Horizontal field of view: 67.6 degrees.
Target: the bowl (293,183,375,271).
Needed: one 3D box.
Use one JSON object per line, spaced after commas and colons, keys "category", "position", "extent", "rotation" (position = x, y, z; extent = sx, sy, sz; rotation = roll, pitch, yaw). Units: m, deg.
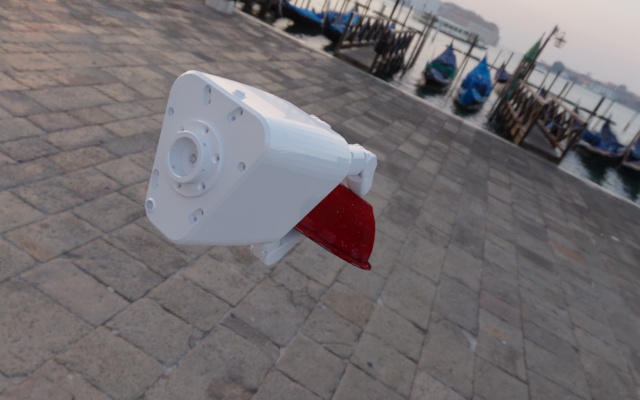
{"category": "bowl", "position": [0.001, 0.001, 0.486], "extent": [0.162, 0.055, 0.162], "rotation": [35, 3, -2]}
